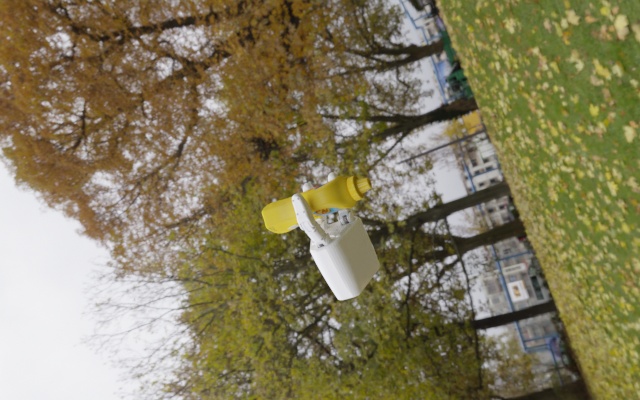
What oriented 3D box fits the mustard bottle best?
[{"bbox_3d":[0.000,0.002,0.826,0.191,0.058,0.096,-21,-9,24],"label":"mustard bottle"}]
